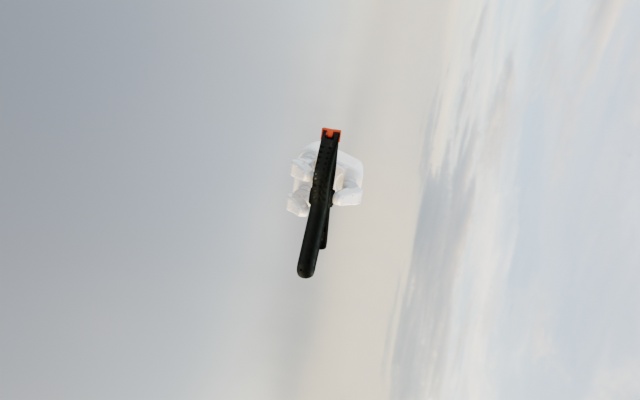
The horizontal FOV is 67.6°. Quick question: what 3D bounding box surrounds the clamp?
[{"bbox_3d":[0.001,0.002,0.694,0.036,0.210,0.164,9,17,5],"label":"clamp"}]
